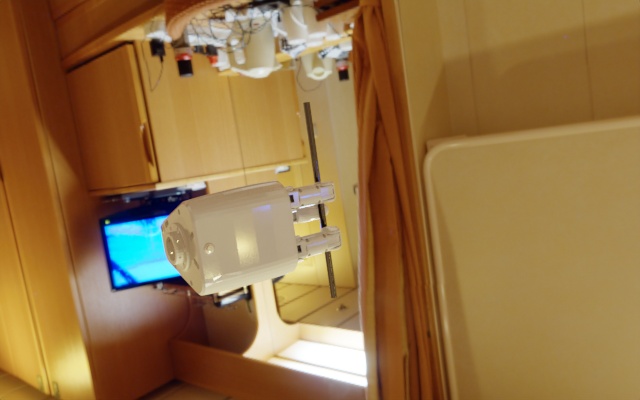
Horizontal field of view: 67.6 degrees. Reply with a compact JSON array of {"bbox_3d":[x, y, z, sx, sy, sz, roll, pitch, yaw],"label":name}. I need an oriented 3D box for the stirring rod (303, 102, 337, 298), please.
[{"bbox_3d":[0.000,0.002,0.581,0.011,0.239,0.011,-8,6,1],"label":"stirring rod"}]
